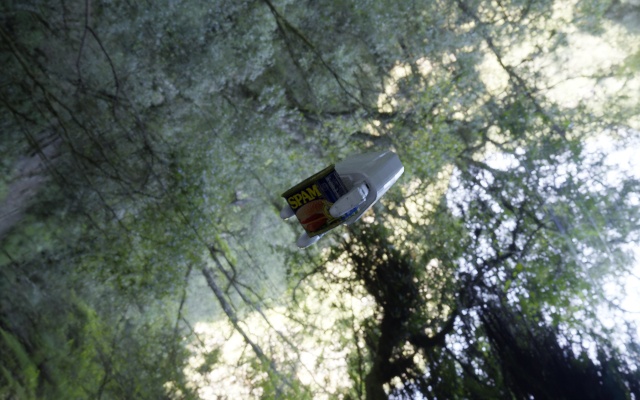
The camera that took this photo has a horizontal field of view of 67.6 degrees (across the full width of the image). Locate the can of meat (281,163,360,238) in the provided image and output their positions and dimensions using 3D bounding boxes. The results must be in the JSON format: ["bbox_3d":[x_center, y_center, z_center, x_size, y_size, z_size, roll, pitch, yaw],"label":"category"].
[{"bbox_3d":[0.000,0.003,0.749,0.102,0.084,0.057,-26,8,42],"label":"can of meat"}]
